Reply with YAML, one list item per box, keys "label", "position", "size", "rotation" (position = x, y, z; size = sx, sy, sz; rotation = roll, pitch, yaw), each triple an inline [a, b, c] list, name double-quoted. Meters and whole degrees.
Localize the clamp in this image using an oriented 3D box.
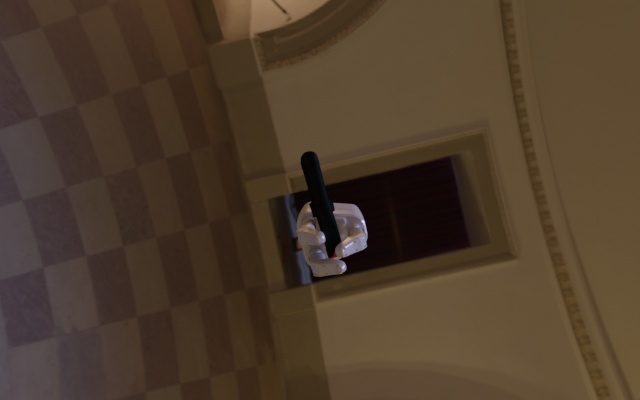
- label: "clamp"
  position: [0.001, 0.002, 0.740]
  size: [0.039, 0.171, 0.120]
  rotation: [-13, 12, 3]
